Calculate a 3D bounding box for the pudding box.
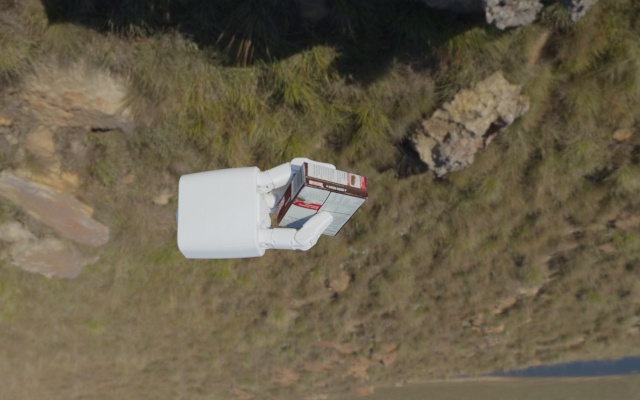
[{"bbox_3d":[0.000,0.002,0.641,0.090,0.039,0.113,12,-33,-19],"label":"pudding box"}]
